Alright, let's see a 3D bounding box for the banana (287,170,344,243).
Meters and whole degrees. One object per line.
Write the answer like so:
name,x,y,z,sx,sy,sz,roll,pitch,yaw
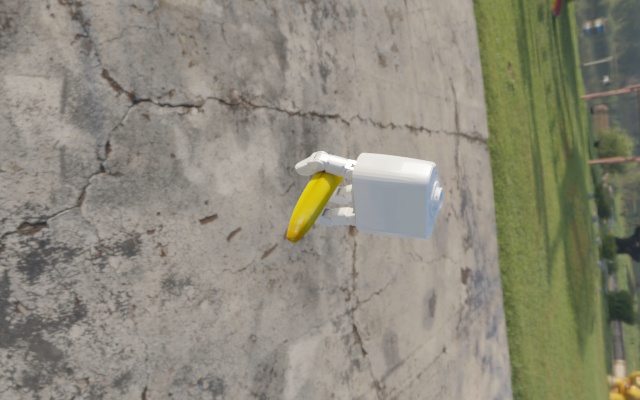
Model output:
banana,0.004,-0.014,0.702,0.037,0.070,0.197,19,36,13
